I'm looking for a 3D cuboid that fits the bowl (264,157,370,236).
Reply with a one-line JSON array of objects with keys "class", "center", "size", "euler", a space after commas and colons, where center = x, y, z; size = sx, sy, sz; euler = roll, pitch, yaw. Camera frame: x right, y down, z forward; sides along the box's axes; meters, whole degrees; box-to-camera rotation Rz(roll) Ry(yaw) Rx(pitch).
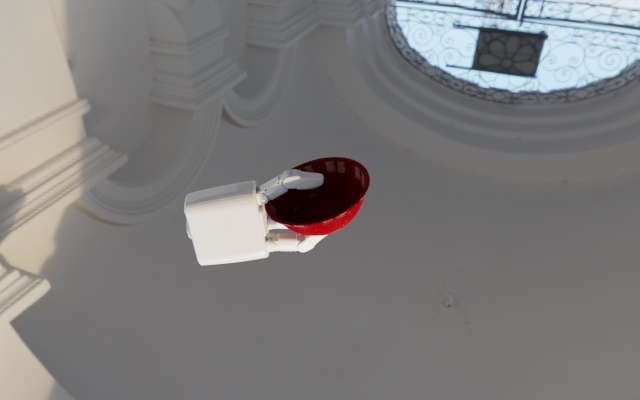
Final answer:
[{"class": "bowl", "center": [0.002, 0.003, 0.716], "size": [0.162, 0.055, 0.162], "euler": [-13, 36, 10]}]
